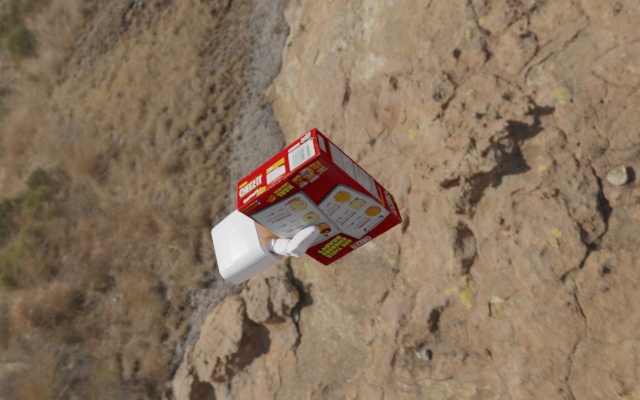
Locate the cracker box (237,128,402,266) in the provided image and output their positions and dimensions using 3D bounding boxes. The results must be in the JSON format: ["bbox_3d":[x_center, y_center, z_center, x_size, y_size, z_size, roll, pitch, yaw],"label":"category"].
[{"bbox_3d":[0.000,0.003,0.759,0.164,0.072,0.214,-33,-47,24],"label":"cracker box"}]
